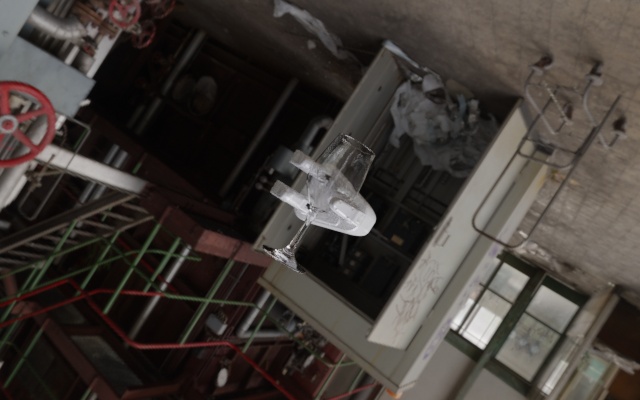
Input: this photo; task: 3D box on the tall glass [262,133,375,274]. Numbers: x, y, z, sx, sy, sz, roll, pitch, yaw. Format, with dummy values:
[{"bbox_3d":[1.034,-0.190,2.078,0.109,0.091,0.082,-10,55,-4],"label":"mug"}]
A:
[{"bbox_3d":[0.000,0.003,0.694,0.079,0.201,0.079,33,1,0],"label":"tall glass"}]
